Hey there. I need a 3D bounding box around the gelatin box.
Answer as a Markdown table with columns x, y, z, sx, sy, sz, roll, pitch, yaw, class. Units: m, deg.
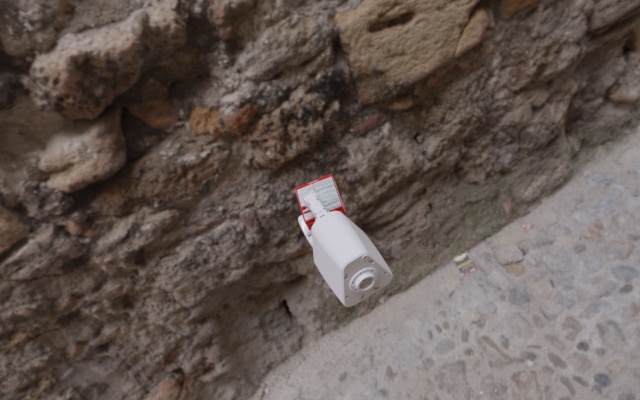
| x | y | z | sx | sy | sz | roll | pitch | yaw | class |
| --- | --- | --- | --- | --- | --- | --- | --- | --- | --- |
| 0.000 | 0.002 | 0.857 | 0.073 | 0.089 | 0.030 | -22 | -42 | 5 | gelatin box |
